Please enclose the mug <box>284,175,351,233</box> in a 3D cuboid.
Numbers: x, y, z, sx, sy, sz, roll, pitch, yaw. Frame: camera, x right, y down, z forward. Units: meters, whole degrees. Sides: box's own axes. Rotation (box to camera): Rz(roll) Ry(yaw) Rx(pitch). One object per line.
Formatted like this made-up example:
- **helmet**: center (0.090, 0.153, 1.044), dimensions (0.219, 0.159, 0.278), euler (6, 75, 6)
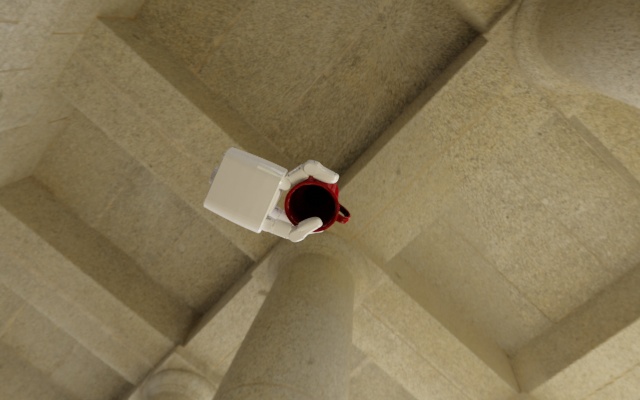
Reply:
- **mug**: center (0.001, 0.003, 0.834), dimensions (0.117, 0.093, 0.081), euler (26, 21, -4)
